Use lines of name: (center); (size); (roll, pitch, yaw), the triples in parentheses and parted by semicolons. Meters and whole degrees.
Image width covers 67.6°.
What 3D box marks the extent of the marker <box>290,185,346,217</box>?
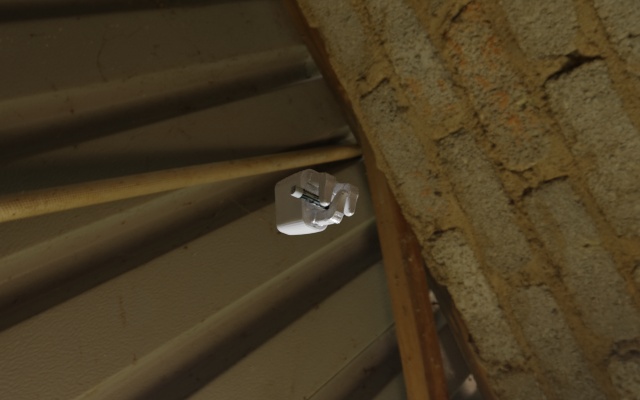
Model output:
marker: (0.000, 0.003, 0.848); (0.121, 0.020, 0.020); (24, -13, -31)
